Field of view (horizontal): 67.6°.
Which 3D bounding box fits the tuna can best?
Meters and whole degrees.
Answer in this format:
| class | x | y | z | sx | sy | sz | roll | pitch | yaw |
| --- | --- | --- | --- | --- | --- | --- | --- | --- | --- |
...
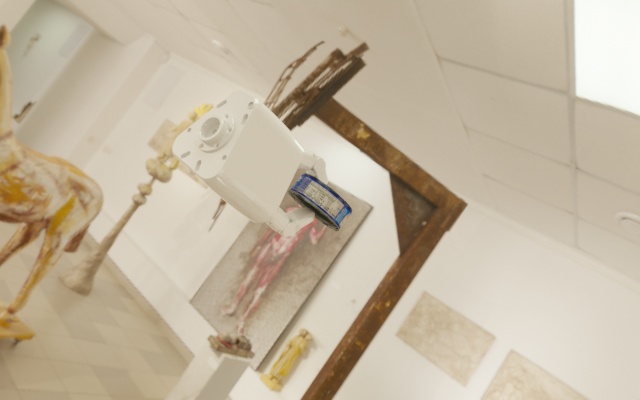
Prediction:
| class | x | y | z | sx | sy | sz | roll | pitch | yaw |
| --- | --- | --- | --- | --- | --- | --- | --- | --- | --- |
| tuna can | 0.000 | 0.002 | 0.640 | 0.086 | 0.033 | 0.086 | 37 | -9 | 7 |
